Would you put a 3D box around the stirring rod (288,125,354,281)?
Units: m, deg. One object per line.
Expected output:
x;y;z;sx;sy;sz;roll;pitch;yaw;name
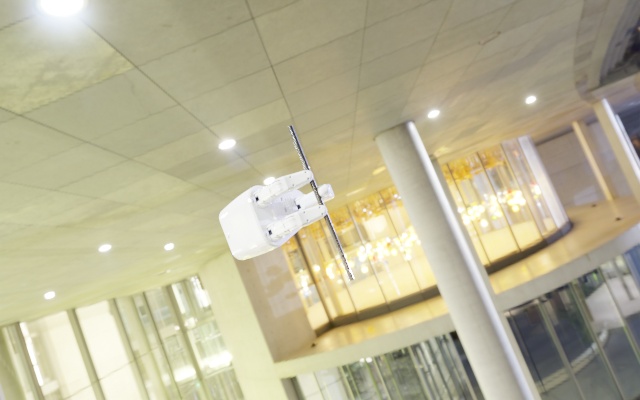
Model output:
0.000;0.002;0.690;0.011;0.239;0.011;-22;-5;-2;stirring rod
